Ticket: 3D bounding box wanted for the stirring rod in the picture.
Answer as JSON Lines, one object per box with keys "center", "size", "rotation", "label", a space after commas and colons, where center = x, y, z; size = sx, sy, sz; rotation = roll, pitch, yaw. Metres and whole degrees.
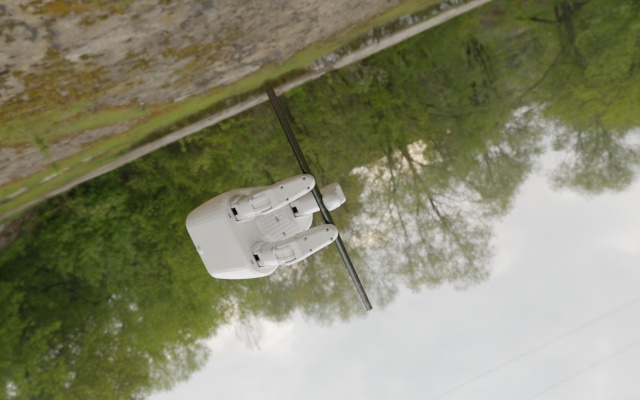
{"center": [0.000, 0.001, 0.472], "size": [0.011, 0.239, 0.011], "rotation": [-24, 6, 3], "label": "stirring rod"}
